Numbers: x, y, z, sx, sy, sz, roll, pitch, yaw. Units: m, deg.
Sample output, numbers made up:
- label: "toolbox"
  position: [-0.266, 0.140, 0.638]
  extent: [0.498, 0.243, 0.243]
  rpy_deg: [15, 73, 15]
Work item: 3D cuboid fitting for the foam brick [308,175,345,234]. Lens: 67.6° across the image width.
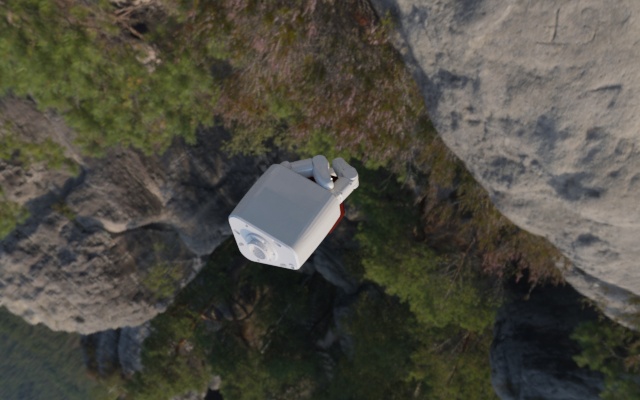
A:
- label: "foam brick"
  position: [0.000, 0.003, 0.718]
  extent: [0.053, 0.078, 0.051]
  rpy_deg: [18, 51, 25]
